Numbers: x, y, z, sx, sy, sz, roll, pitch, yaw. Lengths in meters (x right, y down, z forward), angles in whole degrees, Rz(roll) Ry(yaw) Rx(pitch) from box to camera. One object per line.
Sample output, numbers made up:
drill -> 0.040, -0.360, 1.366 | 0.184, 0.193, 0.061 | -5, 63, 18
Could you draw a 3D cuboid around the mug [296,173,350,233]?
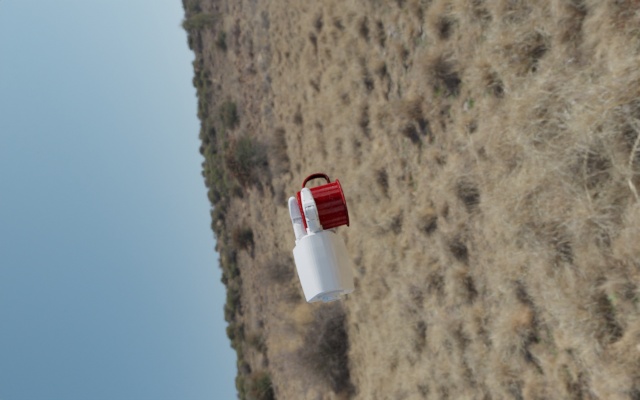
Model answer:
mug -> 0.000, 0.002, 0.892 | 0.081, 0.117, 0.093 | -14, -19, -4
